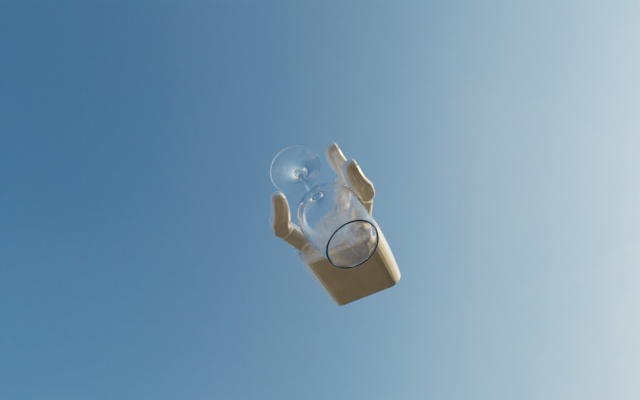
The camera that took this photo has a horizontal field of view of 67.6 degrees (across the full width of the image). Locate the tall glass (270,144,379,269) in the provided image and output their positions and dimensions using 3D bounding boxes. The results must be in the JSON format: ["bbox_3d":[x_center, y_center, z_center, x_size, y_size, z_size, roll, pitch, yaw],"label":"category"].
[{"bbox_3d":[0.000,0.002,0.588,0.079,0.079,0.201,0,27,-23],"label":"tall glass"}]
